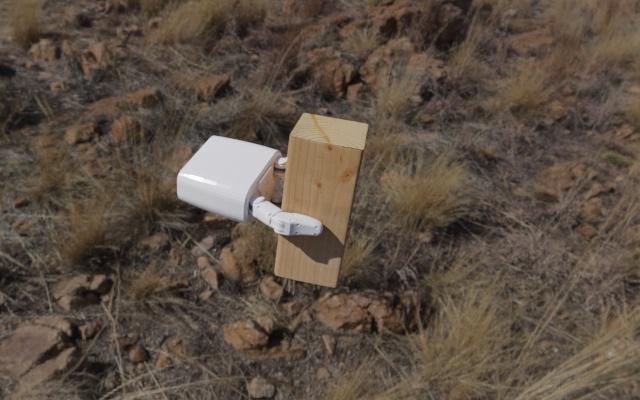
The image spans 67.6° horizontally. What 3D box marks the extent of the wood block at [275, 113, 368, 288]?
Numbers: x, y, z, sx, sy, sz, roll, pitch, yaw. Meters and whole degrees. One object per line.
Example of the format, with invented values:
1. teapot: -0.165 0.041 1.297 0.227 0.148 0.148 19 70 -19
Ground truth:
1. wood block: 0.000 0.002 0.637 0.090 0.206 0.090 11 29 5
